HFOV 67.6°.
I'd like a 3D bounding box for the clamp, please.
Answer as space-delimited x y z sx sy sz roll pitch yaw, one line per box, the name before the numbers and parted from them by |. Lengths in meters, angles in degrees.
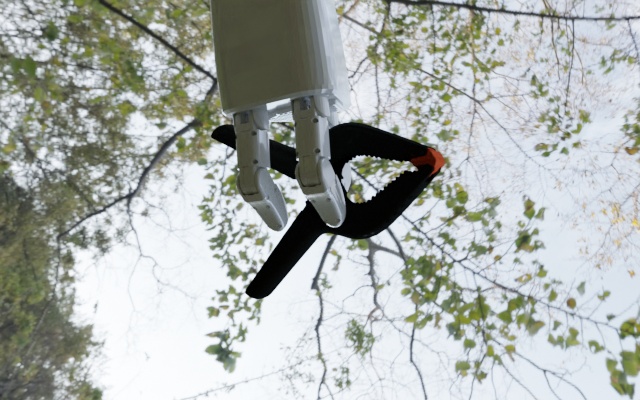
clamp | 0.001 0.001 0.404 0.210 0.164 0.036 -7 2 29
